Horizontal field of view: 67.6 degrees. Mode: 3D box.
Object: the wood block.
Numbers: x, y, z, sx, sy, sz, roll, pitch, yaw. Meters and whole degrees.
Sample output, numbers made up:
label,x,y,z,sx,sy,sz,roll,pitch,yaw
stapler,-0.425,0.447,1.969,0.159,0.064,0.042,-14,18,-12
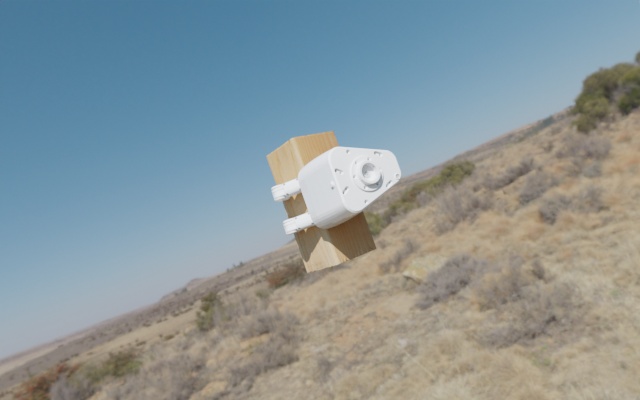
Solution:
label,x,y,z,sx,sy,sz,roll,pitch,yaw
wood block,0.001,0.002,0.784,0.091,0.206,0.090,-16,-6,-38
